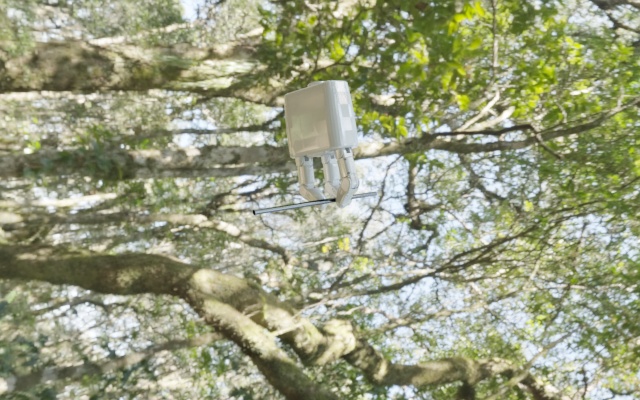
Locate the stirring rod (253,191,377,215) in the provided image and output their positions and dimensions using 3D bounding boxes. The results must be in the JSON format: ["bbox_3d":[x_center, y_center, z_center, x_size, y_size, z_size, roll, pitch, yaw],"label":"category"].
[{"bbox_3d":[0.000,0.002,0.754,0.239,0.011,0.011,-9,5,-37],"label":"stirring rod"}]
